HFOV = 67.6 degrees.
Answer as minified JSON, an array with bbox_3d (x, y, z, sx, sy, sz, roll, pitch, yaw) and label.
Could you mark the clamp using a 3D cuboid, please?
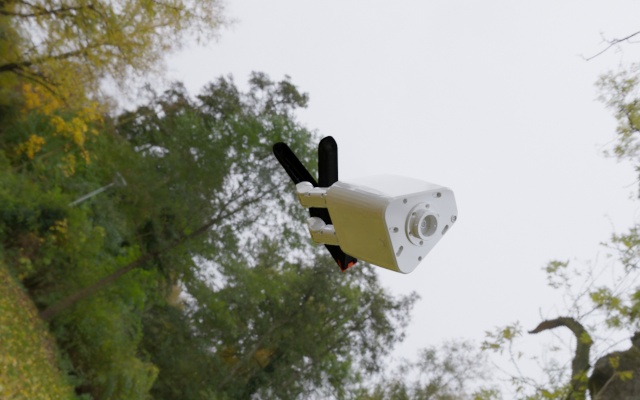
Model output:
[{"bbox_3d":[0.001,0.002,0.687,0.036,0.210,0.164,-28,23,-23],"label":"clamp"}]
